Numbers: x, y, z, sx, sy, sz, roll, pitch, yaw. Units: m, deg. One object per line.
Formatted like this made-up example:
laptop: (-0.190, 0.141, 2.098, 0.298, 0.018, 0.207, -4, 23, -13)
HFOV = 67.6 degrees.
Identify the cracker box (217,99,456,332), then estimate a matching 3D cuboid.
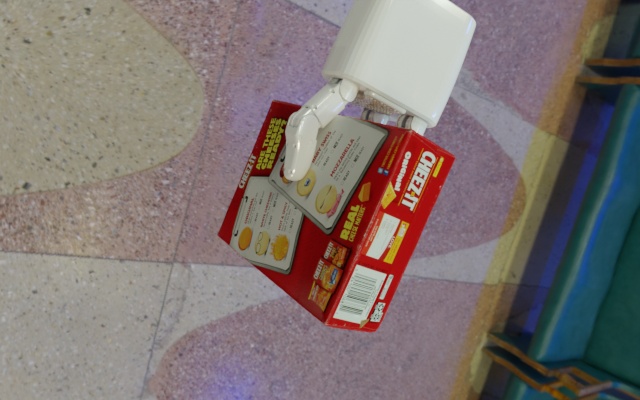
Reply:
cracker box: (0.000, 0.001, 0.457, 0.072, 0.164, 0.213, 22, 2, -38)
